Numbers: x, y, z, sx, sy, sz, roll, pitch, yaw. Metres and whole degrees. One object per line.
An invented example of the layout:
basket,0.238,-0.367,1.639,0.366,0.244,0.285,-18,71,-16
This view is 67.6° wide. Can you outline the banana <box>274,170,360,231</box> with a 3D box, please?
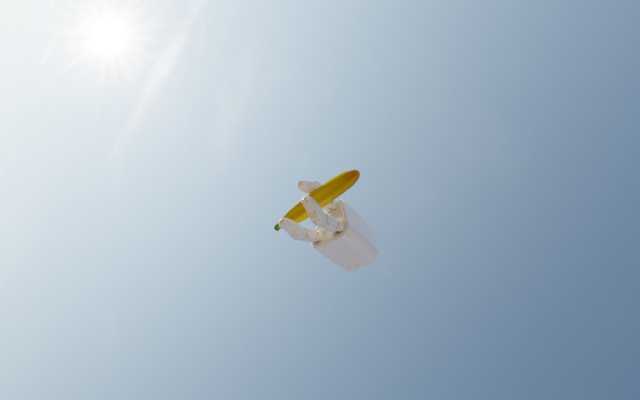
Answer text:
banana,-0.001,-0.001,0.918,0.198,0.037,0.069,-36,12,17
